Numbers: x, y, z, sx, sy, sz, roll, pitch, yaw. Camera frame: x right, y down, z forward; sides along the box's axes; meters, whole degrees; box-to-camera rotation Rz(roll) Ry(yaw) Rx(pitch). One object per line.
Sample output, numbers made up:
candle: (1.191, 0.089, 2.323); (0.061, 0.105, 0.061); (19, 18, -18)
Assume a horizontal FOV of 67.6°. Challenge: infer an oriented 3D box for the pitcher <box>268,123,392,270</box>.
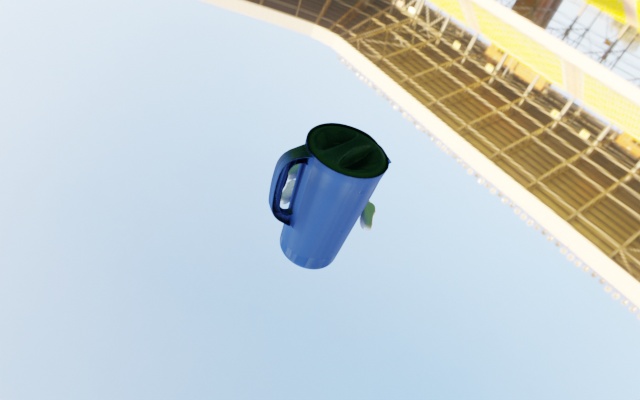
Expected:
pitcher: (0.000, 0.003, 0.793); (0.149, 0.243, 0.145); (28, 40, 7)
